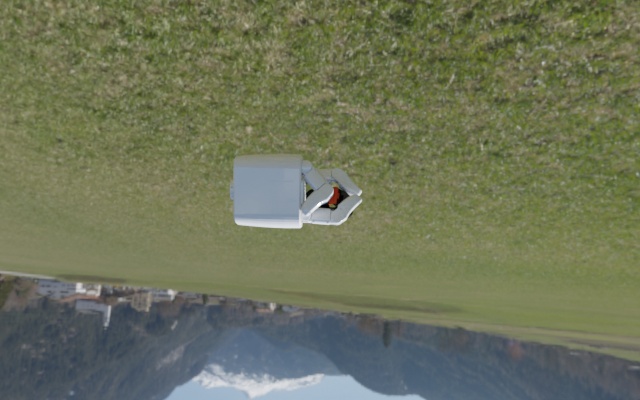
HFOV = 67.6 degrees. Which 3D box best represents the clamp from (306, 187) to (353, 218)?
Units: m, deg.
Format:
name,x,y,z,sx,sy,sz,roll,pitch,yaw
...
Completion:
name,x,y,z,sx,sy,sz,roll,pitch,yaw
clamp,0.000,0.003,0.834,0.120,0.039,0.171,1,-12,1
